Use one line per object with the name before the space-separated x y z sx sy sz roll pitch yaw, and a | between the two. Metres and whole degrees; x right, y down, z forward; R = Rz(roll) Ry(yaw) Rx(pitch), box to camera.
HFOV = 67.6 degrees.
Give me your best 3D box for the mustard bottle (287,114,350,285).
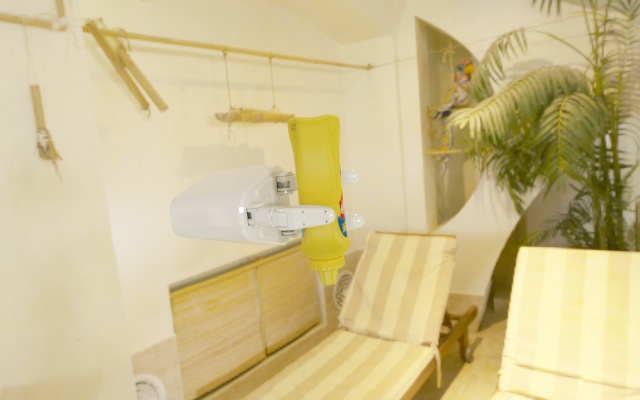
mustard bottle | 0.000 0.001 0.541 0.058 0.191 0.096 -5 8 1
